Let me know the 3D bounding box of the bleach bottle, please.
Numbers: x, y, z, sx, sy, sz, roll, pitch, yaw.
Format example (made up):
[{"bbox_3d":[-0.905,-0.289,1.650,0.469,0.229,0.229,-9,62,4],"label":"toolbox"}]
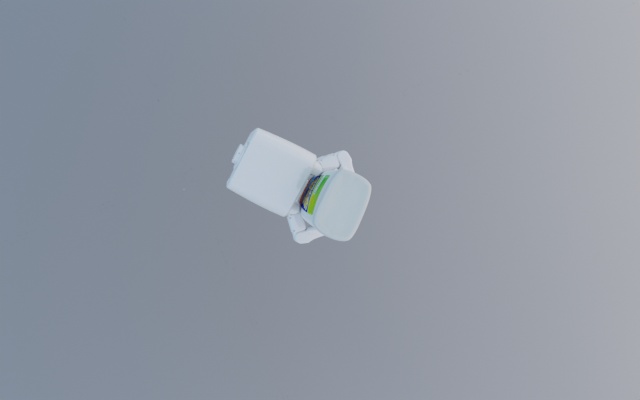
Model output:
[{"bbox_3d":[0.000,0.002,0.785,0.068,0.102,0.251,26,-6,-15],"label":"bleach bottle"}]
